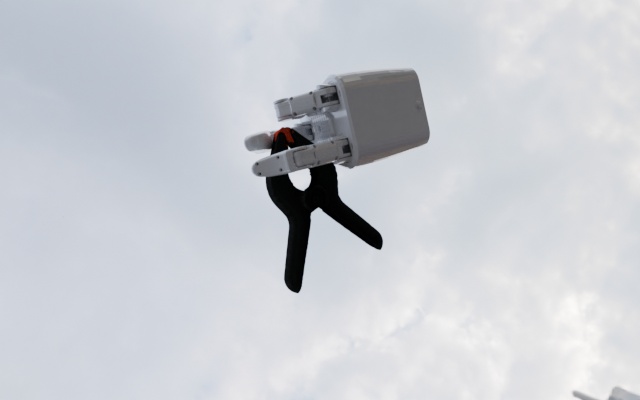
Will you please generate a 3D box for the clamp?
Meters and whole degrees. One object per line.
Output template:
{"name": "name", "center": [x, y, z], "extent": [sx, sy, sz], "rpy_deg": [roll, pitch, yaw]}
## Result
{"name": "clamp", "center": [0.000, 0.002, 0.514], "extent": [0.120, 0.171, 0.039], "rpy_deg": [-16, 6, -27]}
